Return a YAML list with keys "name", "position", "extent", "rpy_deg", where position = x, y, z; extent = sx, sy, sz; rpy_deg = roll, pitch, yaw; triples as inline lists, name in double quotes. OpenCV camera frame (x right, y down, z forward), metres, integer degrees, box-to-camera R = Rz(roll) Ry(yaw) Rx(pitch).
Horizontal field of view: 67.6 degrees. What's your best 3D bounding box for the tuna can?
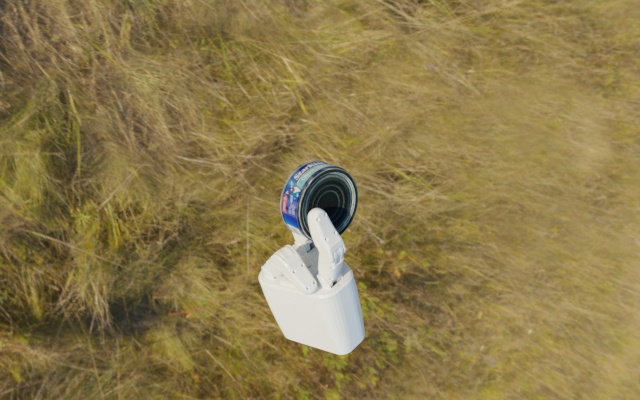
- name: "tuna can"
  position: [0.000, 0.002, 0.518]
  extent: [0.086, 0.086, 0.033]
  rpy_deg: [0, 14, -40]
